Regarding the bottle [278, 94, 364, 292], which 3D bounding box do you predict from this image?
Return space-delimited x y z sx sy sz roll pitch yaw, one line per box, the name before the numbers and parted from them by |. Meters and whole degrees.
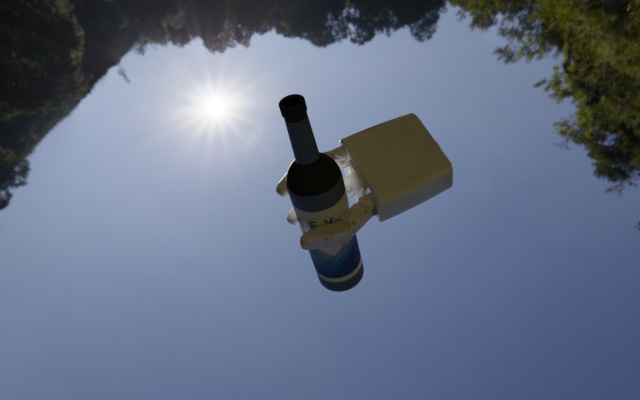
bottle | 0.000 0.002 0.580 0.069 0.069 0.296 0 -43 16
